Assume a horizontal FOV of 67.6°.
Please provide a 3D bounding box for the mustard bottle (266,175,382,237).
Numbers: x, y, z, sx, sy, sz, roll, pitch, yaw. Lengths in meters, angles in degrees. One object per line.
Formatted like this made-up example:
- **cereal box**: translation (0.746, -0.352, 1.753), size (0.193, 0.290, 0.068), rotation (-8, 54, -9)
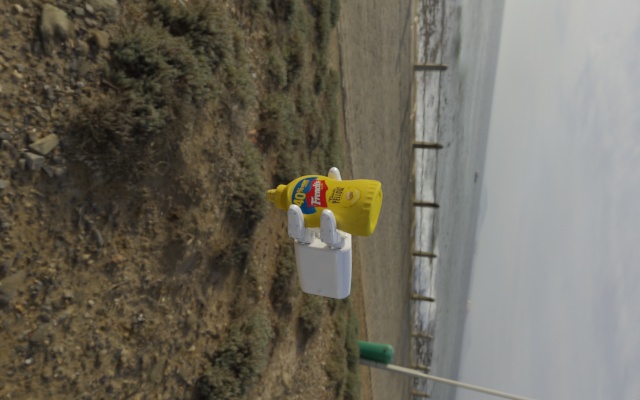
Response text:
- **mustard bottle**: translation (0.000, 0.002, 0.791), size (0.191, 0.096, 0.058), rotation (7, -35, 19)
